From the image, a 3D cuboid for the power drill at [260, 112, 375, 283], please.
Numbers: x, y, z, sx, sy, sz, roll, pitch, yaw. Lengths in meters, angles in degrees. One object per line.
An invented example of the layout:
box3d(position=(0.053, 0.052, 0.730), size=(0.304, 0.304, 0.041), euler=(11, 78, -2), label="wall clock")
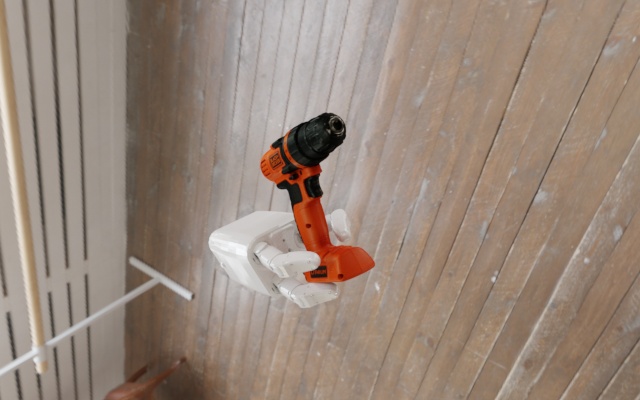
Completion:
box3d(position=(0.000, 0.002, 0.571), size=(0.057, 0.187, 0.184), euler=(-18, -1, -27), label="power drill")
